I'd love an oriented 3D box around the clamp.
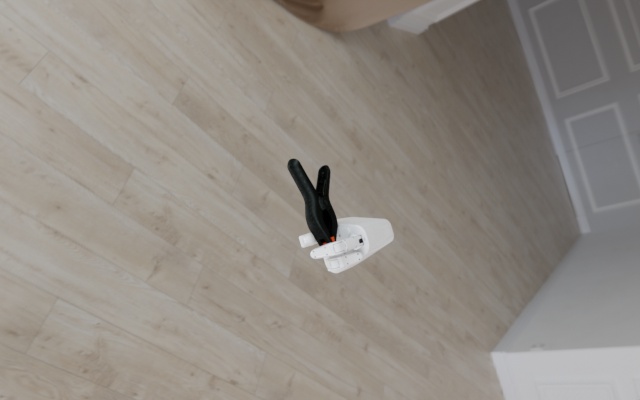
[{"bbox_3d":[0.001,0.003,0.880,0.039,0.171,0.120,-18,-4,37],"label":"clamp"}]
